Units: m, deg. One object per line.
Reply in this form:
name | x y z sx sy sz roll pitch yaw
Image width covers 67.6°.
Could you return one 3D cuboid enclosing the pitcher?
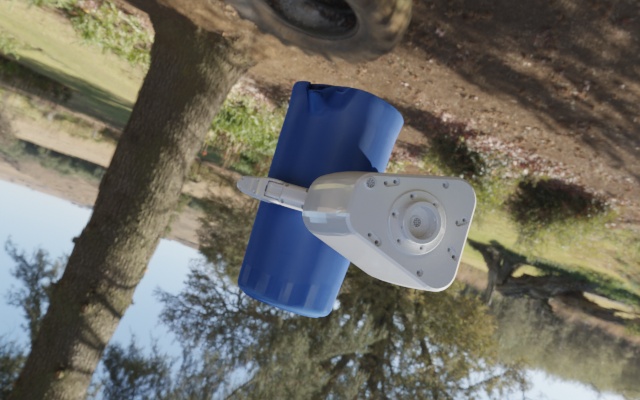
pitcher | 0.000 0.002 0.545 0.149 0.243 0.145 21 -7 -20
